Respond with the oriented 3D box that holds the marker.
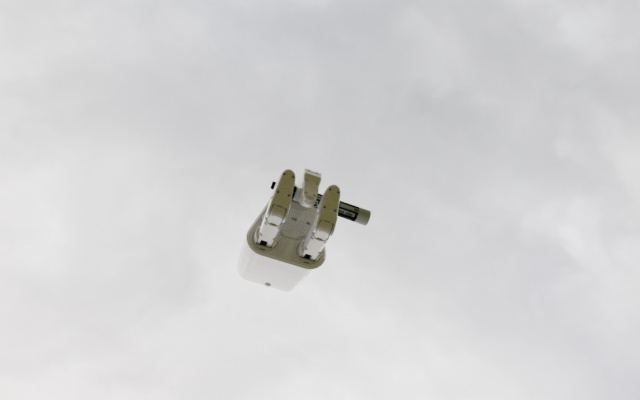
[{"bbox_3d":[0.000,0.002,0.558,0.121,0.020,0.020,19,-3,-9],"label":"marker"}]
